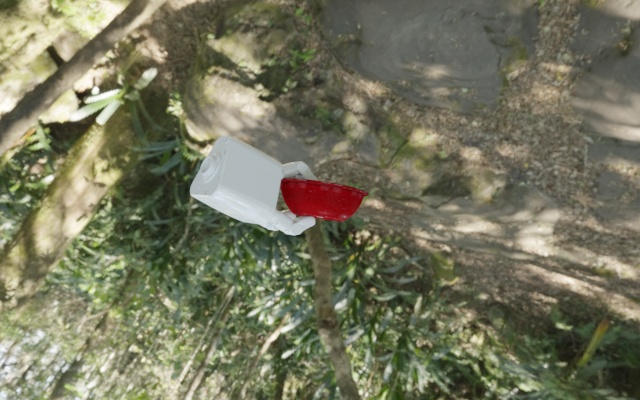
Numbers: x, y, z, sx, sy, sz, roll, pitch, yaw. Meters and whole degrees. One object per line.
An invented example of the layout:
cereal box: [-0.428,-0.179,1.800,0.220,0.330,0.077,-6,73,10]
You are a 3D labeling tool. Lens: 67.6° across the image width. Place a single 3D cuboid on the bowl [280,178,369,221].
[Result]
bowl: [0.001,0.003,0.830,0.162,0.055,0.162,8,-5,1]
